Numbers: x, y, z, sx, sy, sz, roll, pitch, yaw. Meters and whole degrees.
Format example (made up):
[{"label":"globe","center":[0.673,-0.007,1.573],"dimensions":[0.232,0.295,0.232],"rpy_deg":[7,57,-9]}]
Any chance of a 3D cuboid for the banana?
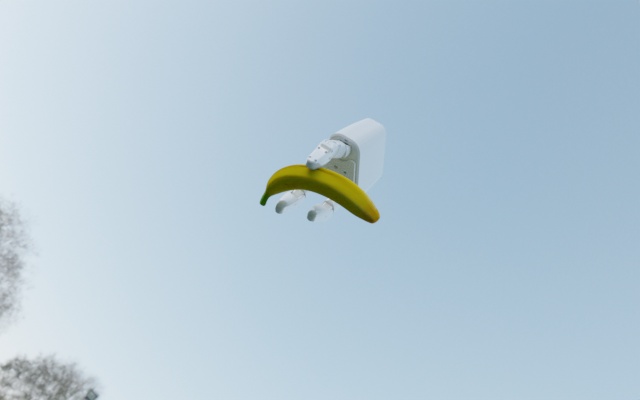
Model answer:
[{"label":"banana","center":[-0.004,-0.016,0.682],"dimensions":[0.198,0.070,0.037],"rpy_deg":[9,24,31]}]
